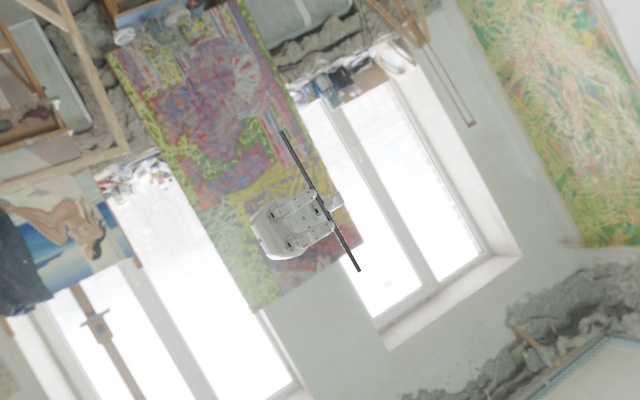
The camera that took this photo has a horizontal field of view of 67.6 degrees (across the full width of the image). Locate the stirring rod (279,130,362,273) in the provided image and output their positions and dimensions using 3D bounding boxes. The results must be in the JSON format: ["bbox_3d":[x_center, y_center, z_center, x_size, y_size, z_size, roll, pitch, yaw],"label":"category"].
[{"bbox_3d":[0.000,0.002,0.712,0.011,0.239,0.011,-29,2,1],"label":"stirring rod"}]
